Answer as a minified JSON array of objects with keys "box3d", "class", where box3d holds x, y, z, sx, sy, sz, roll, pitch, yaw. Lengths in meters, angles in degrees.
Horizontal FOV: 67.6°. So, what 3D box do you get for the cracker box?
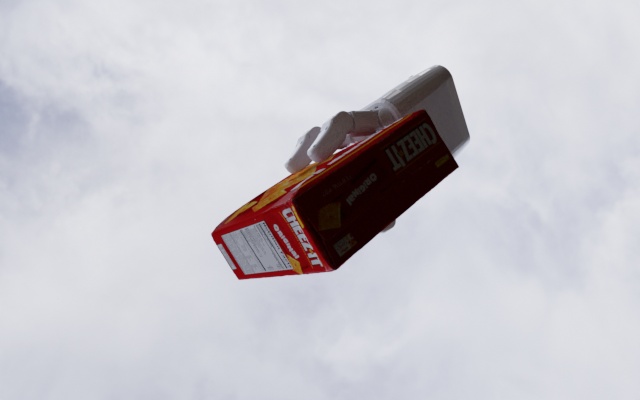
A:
[{"box3d":[0.000,0.002,0.472,0.164,0.072,0.214,-36,8,-30],"class":"cracker box"}]
